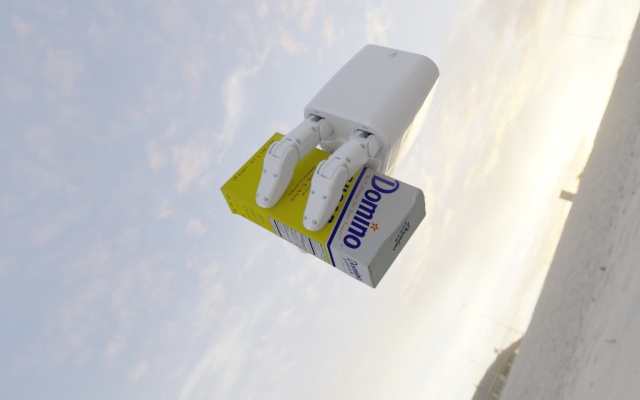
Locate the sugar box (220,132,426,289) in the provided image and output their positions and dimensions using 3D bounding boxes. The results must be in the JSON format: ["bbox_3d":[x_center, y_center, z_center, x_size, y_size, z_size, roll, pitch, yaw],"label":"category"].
[{"bbox_3d":[0.000,0.001,0.452,0.176,0.093,0.048,23,-30,32],"label":"sugar box"}]
